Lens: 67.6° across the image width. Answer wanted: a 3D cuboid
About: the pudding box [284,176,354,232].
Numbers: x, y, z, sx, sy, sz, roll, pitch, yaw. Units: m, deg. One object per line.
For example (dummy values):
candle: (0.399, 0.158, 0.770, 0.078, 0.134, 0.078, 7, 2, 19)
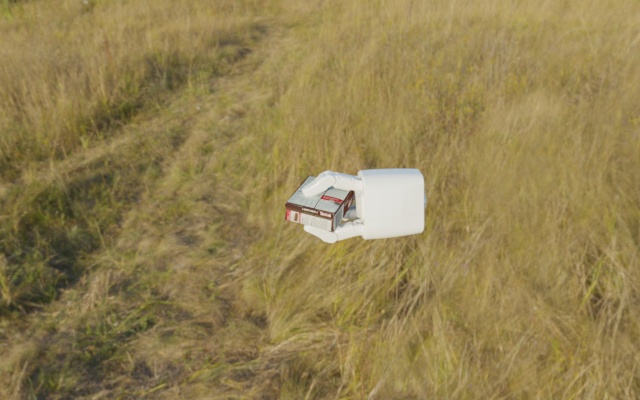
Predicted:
pudding box: (0.000, 0.003, 0.822, 0.090, 0.039, 0.113, 13, 30, 16)
